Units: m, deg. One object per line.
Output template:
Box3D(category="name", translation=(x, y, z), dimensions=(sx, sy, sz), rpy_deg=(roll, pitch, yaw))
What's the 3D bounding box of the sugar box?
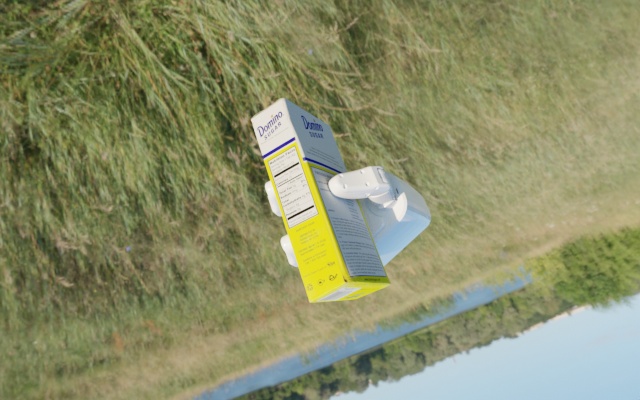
Box3D(category="sugar box", translation=(0.000, 0.002, 0.437), dimensions=(0.048, 0.176, 0.093), rpy_deg=(-30, -22, 21))
